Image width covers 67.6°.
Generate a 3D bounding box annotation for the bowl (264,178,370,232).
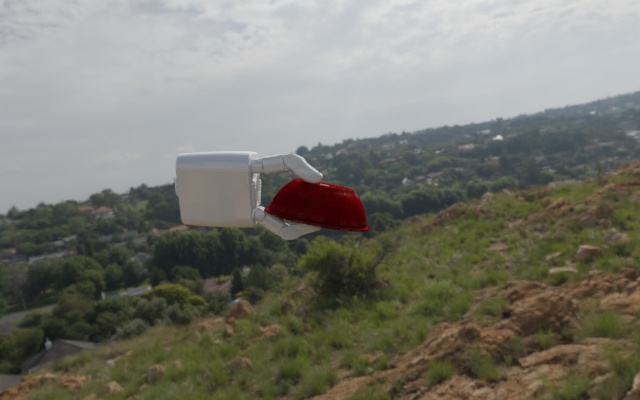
[{"bbox_3d":[0.001,0.002,0.713,0.162,0.055,0.162,11,5,-1],"label":"bowl"}]
